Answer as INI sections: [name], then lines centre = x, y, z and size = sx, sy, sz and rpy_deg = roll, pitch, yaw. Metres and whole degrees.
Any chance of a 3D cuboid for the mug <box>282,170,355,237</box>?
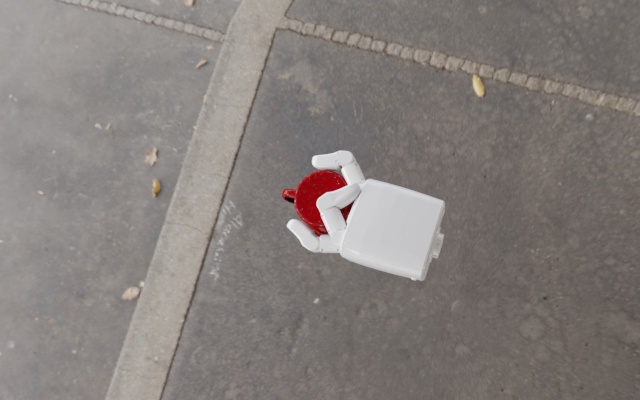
[mug]
centre = -0.001, 0.002, 0.685
size = 0.117, 0.093, 0.081
rpy_deg = 15, -9, 17
